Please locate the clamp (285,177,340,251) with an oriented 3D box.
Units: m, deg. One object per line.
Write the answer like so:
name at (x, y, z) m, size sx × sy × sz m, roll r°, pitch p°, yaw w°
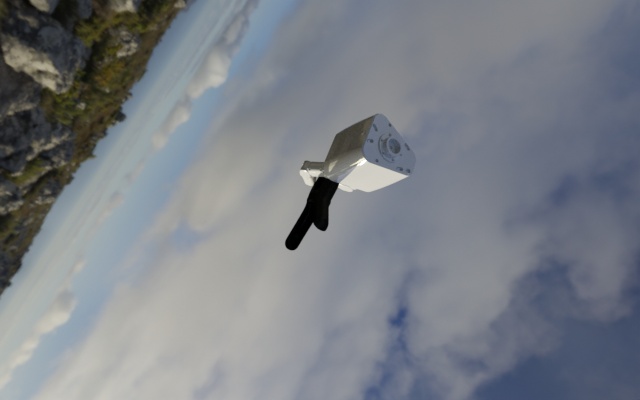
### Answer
clamp at (0.001, 0.003, 0.821) m, size 0.039 × 0.171 × 0.120 m, roll 34°, pitch -27°, yaw -22°
